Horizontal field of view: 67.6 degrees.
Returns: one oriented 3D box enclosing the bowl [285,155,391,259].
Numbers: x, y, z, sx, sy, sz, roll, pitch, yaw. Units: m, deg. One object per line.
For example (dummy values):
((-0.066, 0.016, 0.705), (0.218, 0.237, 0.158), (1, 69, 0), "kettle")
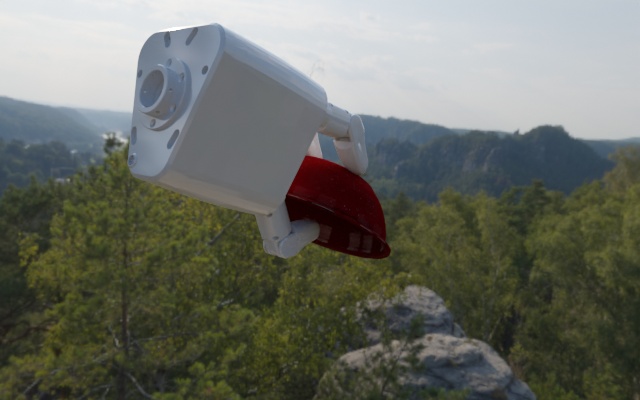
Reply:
((0.001, 0.002, 0.471), (0.162, 0.055, 0.162), (21, -16, 6), "bowl")
